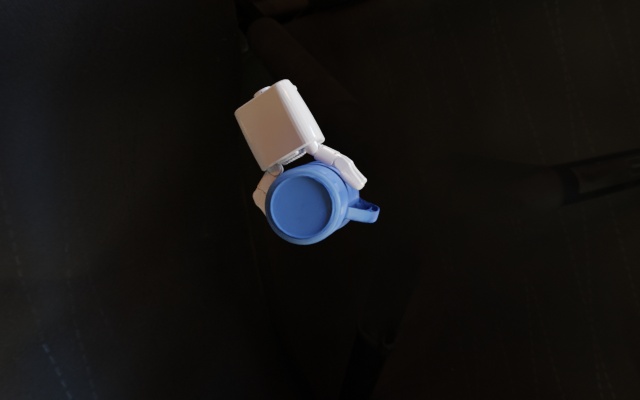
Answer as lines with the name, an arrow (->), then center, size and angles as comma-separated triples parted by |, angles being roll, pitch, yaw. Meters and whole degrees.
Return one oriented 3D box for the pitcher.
pitcher -> 0.000, 0.002, 0.768 | 0.149, 0.145, 0.243 | -28, 0, 9
